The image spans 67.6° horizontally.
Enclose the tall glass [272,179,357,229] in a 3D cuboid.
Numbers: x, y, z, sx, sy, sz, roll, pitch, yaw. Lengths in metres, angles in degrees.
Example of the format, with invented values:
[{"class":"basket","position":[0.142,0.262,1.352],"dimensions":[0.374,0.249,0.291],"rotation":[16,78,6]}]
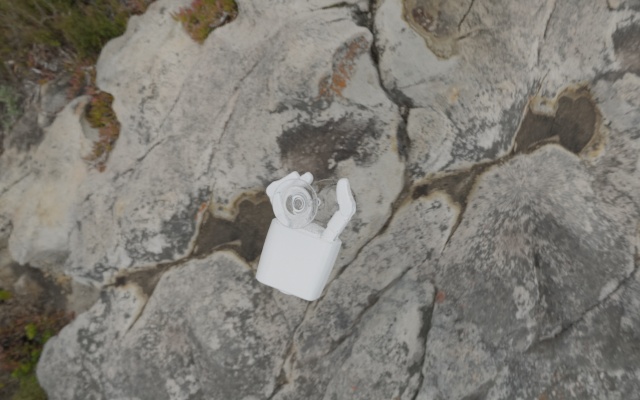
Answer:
[{"class":"tall glass","position":[0.000,0.002,0.790],"dimensions":[0.079,0.079,0.201],"rotation":[0,2,23]}]
